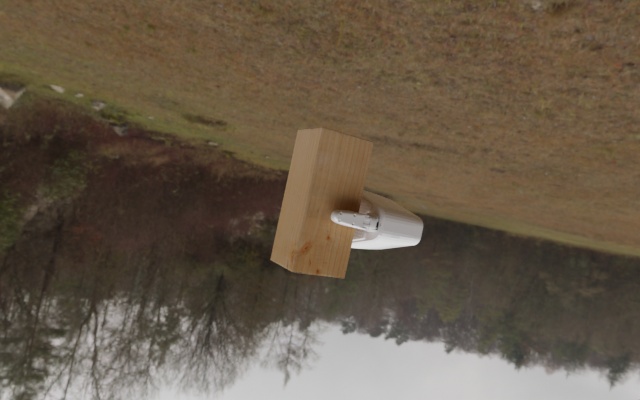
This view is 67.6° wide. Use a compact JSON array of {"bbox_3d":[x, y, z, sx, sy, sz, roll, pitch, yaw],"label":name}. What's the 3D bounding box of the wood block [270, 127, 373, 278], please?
[{"bbox_3d":[0.001,0.003,0.719,0.090,0.206,0.091,12,0,-28],"label":"wood block"}]
